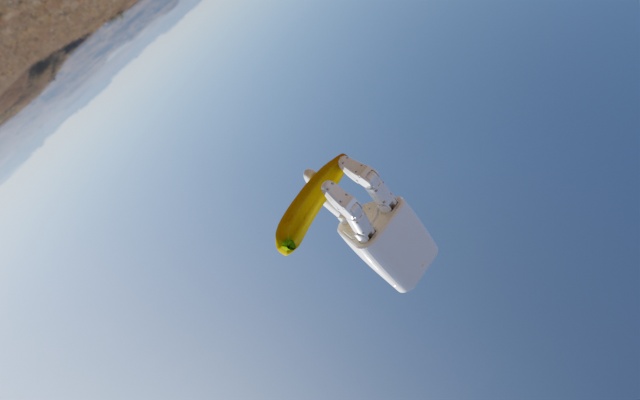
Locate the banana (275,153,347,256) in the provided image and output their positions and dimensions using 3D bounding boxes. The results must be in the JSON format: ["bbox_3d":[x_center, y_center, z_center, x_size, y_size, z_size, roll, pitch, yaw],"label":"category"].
[{"bbox_3d":[-0.014,0.010,0.640,0.069,0.037,0.197,-23,27,40],"label":"banana"}]
